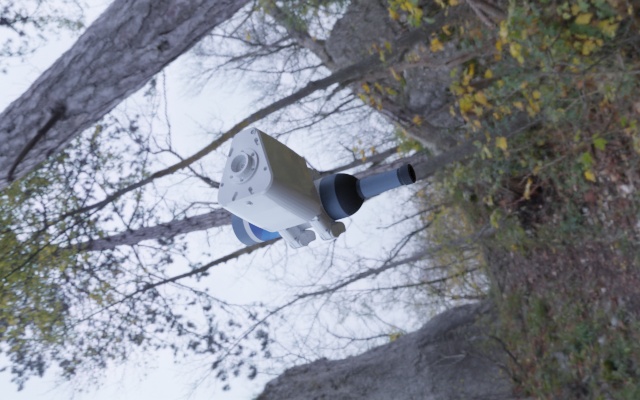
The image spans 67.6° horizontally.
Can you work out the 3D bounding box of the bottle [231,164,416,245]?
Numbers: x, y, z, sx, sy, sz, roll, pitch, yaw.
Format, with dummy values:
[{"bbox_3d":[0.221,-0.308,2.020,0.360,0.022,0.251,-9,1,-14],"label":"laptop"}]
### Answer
[{"bbox_3d":[0.000,0.002,0.714,0.296,0.069,0.069,-18,-8,28],"label":"bottle"}]
